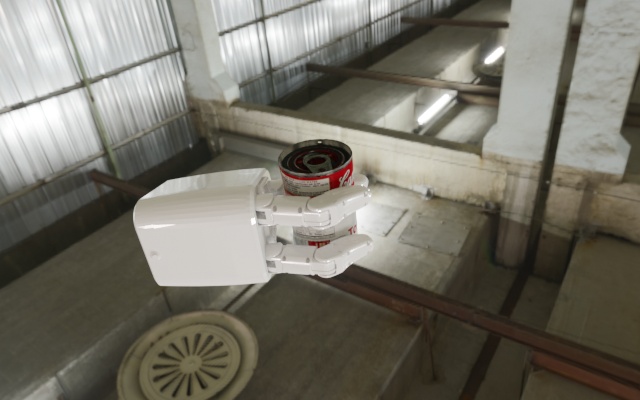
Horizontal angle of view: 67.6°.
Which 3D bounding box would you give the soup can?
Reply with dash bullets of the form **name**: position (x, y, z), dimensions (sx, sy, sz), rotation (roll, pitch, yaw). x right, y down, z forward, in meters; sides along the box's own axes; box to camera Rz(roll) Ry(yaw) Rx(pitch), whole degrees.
- **soup can**: position (0.001, 0.002, 0.458), dimensions (0.068, 0.102, 0.068), rotation (-5, 33, 3)
